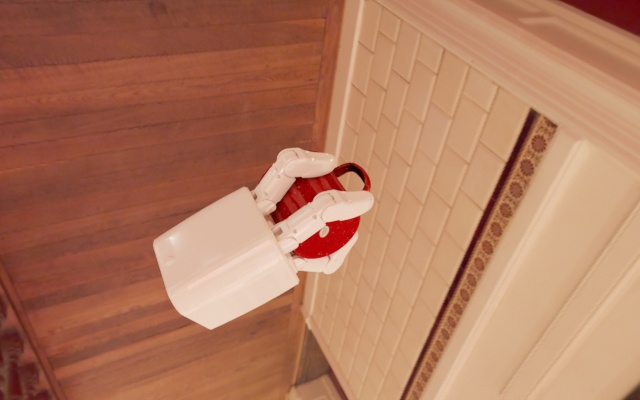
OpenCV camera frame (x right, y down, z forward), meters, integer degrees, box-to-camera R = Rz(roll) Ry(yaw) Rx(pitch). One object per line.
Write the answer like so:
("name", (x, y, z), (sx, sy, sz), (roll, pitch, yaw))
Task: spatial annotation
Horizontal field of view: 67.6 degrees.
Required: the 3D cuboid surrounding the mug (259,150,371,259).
("mug", (0.001, 0.001, 0.507), (0.117, 0.081, 0.093), (-29, -41, -7))
